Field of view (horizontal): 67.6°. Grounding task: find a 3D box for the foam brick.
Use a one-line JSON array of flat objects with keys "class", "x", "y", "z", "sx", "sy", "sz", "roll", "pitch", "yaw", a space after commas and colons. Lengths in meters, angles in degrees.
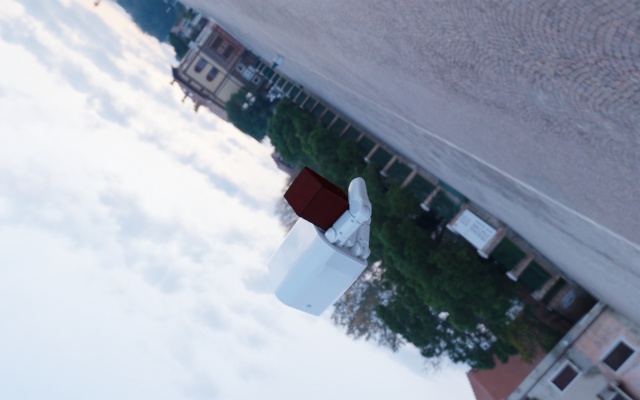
[{"class": "foam brick", "x": 0.000, "y": 0.002, "z": 0.632, "sx": 0.078, "sy": 0.051, "sz": 0.053, "roll": 31, "pitch": 14, "yaw": -41}]
